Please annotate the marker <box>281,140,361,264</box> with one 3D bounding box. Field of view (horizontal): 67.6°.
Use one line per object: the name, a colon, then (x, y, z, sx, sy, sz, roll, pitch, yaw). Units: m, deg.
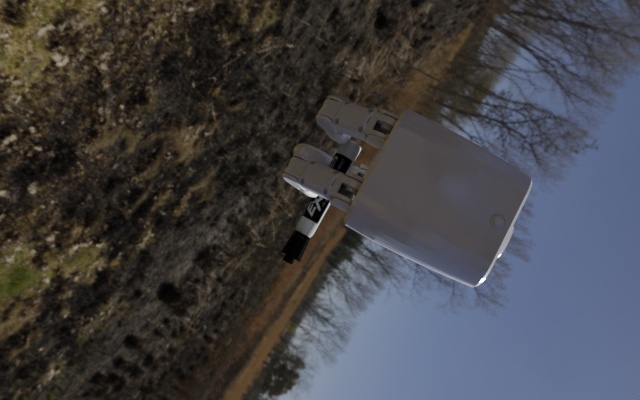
marker: (0.000, 0.001, 0.423, 0.020, 0.121, 0.020, 29, -6, 4)
